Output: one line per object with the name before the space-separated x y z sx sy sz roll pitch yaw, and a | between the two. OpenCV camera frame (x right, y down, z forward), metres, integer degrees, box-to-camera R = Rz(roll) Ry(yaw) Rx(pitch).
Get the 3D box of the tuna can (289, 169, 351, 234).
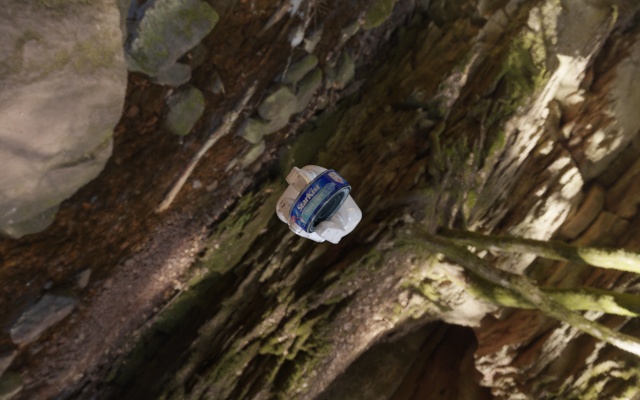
tuna can | 0.000 0.002 0.624 0.033 0.086 0.086 42 13 15
